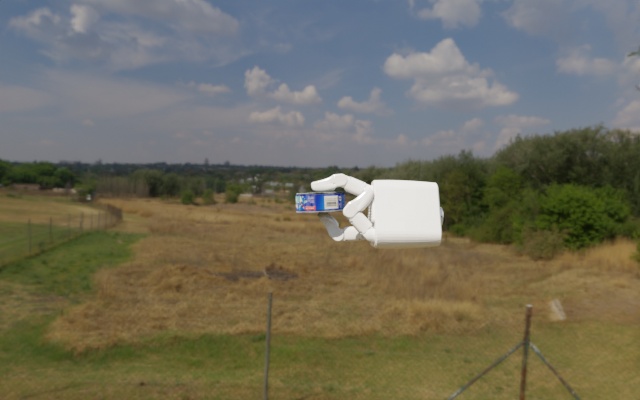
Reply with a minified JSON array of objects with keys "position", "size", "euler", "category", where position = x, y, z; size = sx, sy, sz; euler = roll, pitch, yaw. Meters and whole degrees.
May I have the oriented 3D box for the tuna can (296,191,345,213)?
[{"position":[0.000,0.002,0.816],"size":[0.086,0.034,0.086],"euler":[-2,1,0],"category":"tuna can"}]
